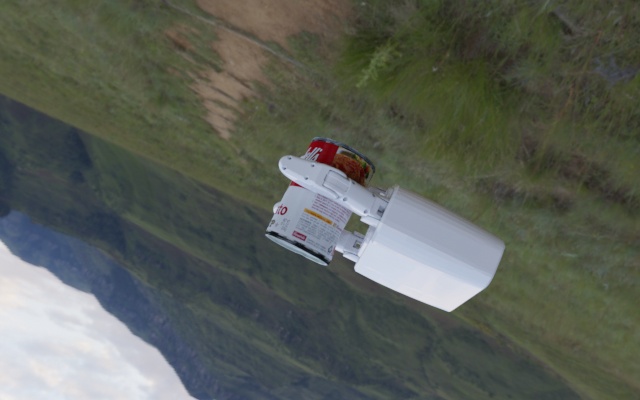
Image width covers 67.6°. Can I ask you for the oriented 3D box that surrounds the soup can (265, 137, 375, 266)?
[{"bbox_3d":[-0.001,0.001,0.449,0.068,0.102,0.068,25,-11,5],"label":"soup can"}]
